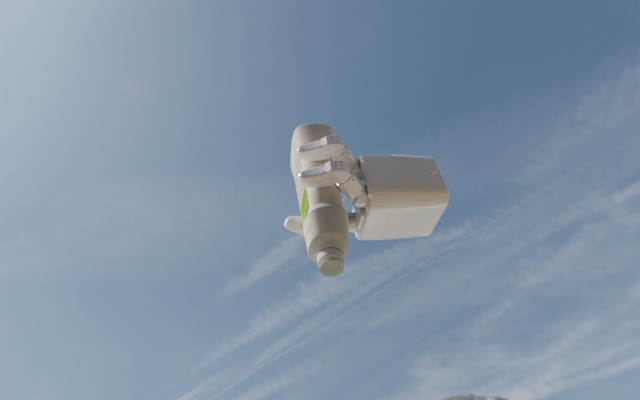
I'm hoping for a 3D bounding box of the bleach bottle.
[{"bbox_3d":[0.000,0.002,0.636,0.068,0.103,0.250,-1,41,-6],"label":"bleach bottle"}]
